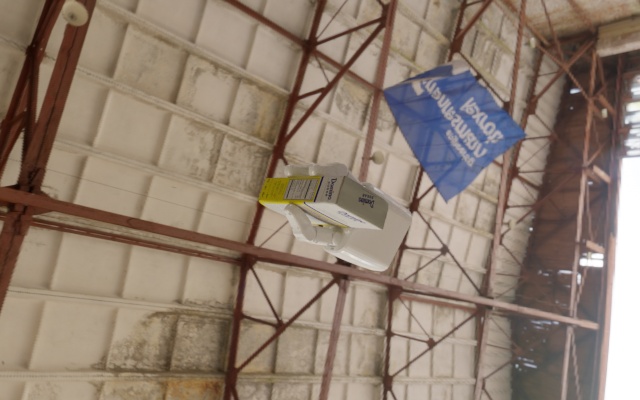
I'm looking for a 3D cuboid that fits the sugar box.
[{"bbox_3d":[0.000,0.002,0.666,0.093,0.048,0.176,29,-19,-37],"label":"sugar box"}]
